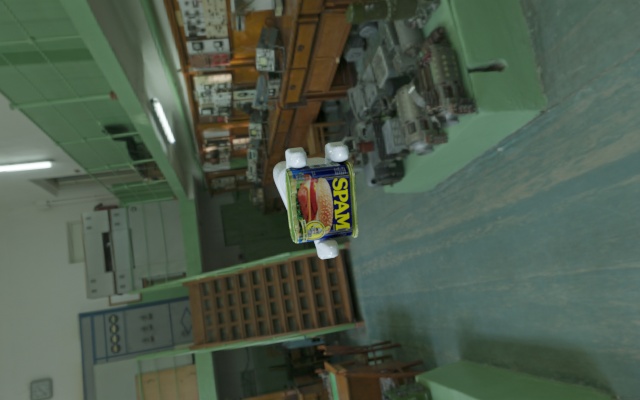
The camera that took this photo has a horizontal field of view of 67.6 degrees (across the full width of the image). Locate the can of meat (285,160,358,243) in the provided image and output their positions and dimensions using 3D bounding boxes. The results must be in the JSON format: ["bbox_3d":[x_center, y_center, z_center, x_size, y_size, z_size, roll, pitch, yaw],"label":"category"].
[{"bbox_3d":[0.000,0.002,0.625,0.084,0.102,0.057,-7,16,-10],"label":"can of meat"}]
